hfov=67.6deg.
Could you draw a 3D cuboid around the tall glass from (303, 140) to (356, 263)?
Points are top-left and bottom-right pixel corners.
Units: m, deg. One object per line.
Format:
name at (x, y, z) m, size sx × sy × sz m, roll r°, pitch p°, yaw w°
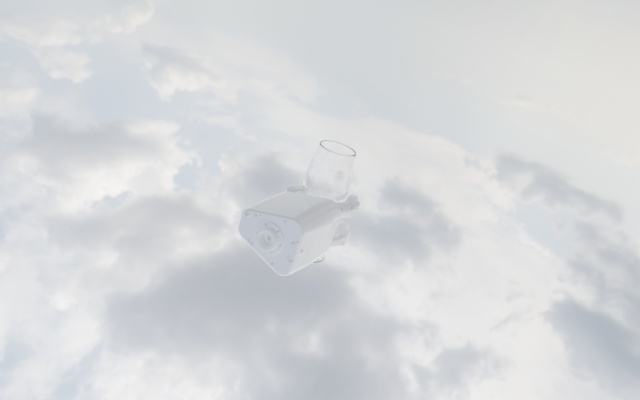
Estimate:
tall glass at (0.000, 0.003, 0.805) m, size 0.079 × 0.201 × 0.079 m, roll 15°, pitch 23°, yaw -7°
